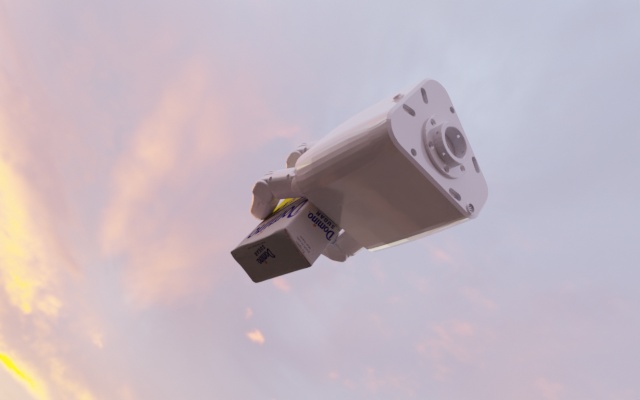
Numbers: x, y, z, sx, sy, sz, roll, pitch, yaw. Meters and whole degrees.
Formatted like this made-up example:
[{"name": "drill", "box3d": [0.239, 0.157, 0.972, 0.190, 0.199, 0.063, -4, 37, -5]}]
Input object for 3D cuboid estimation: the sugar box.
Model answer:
[{"name": "sugar box", "box3d": [0.000, 0.001, 0.464, 0.093, 0.048, 0.176, -25, 14, 48]}]
